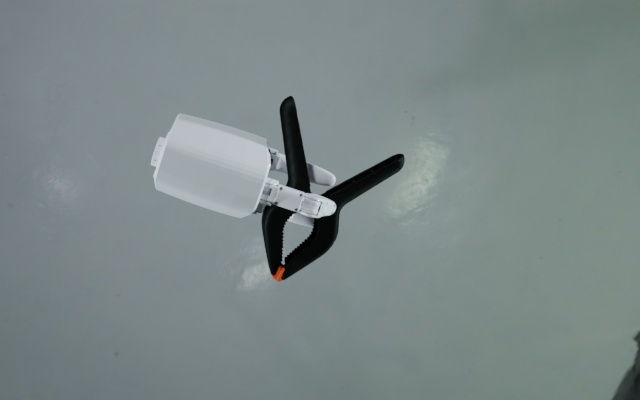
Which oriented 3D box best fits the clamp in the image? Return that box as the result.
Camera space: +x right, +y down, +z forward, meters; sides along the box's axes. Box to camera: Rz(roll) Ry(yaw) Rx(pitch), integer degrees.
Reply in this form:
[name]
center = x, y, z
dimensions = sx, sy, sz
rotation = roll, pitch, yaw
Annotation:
[clamp]
center = 0.000, 0.002, 0.571
dimensions = 0.164, 0.210, 0.036
rotation = 18, 7, -14
